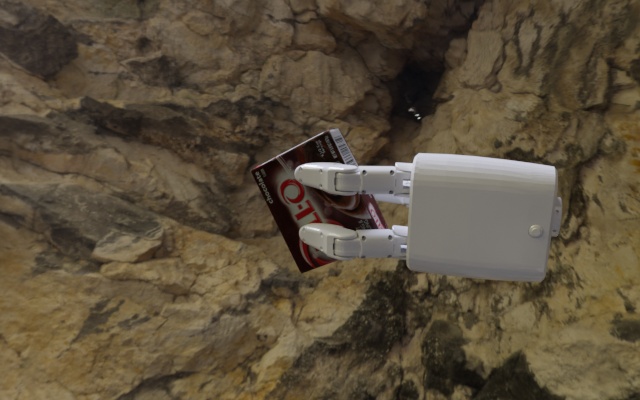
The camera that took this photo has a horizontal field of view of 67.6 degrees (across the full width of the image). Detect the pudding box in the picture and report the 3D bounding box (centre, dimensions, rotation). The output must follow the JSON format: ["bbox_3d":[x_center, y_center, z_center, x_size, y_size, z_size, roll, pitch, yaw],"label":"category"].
[{"bbox_3d":[0.000,0.001,0.446,0.090,0.113,0.039,-24,2,25],"label":"pudding box"}]
